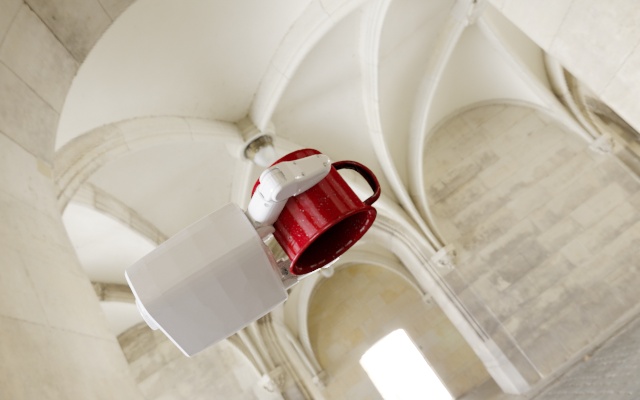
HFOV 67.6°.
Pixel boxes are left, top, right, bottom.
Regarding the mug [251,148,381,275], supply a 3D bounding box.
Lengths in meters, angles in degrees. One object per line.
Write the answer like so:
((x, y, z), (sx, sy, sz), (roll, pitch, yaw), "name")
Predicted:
((0.001, 0.001, 0.437), (0.117, 0.081, 0.093), (-31, -22, -15), "mug")
